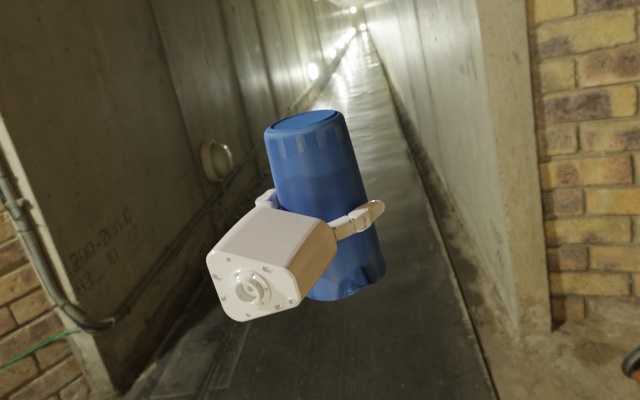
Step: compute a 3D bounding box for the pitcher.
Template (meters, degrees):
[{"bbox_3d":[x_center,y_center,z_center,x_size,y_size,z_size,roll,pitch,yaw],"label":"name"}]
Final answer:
[{"bbox_3d":[0.000,0.002,0.667,0.149,0.243,0.145,-3,23,26],"label":"pitcher"}]
